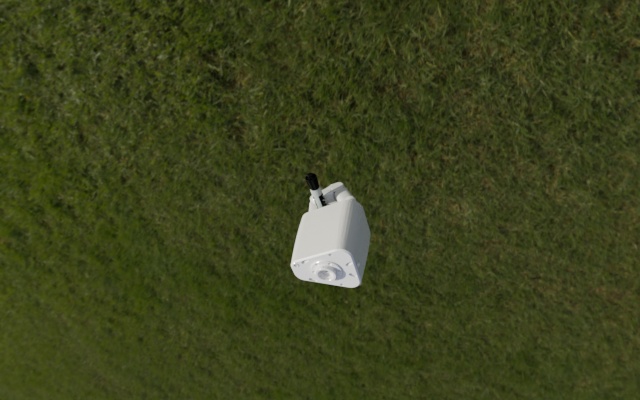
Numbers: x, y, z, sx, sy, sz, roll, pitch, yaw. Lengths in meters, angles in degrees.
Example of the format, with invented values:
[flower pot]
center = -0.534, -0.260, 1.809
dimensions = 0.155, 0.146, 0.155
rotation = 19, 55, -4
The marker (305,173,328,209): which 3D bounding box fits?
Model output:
[marker]
center = 0.000, 0.003, 0.790
dimensions = 0.020, 0.121, 0.020
rotation = -13, 40, 11
